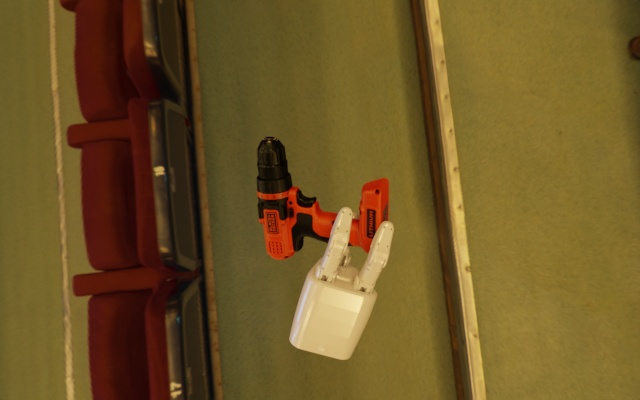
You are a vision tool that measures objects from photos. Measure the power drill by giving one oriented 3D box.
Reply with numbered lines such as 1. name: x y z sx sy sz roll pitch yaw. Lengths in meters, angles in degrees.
1. power drill: 0.001 0.003 0.670 0.187 0.184 0.057 4 24 19
